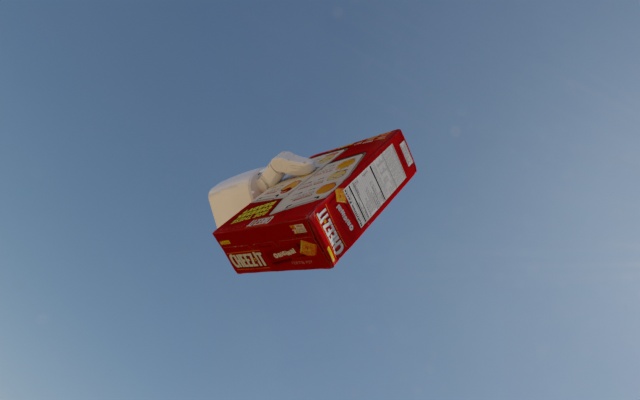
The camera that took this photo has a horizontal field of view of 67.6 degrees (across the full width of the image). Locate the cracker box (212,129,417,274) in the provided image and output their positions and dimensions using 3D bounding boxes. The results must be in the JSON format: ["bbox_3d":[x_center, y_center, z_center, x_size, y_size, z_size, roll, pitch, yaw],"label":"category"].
[{"bbox_3d":[0.000,0.002,0.590,0.164,0.072,0.213,-12,23,43],"label":"cracker box"}]
